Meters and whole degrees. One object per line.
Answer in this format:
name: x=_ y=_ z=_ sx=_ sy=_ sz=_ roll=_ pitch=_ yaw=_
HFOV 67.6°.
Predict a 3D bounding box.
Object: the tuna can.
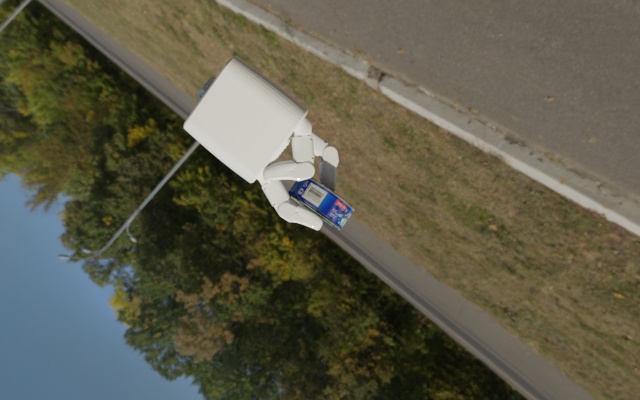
tuna can: x=0.000 y=0.003 z=0.625 sx=0.086 sy=0.034 sz=0.086 roll=34 pitch=-5 yaw=3
